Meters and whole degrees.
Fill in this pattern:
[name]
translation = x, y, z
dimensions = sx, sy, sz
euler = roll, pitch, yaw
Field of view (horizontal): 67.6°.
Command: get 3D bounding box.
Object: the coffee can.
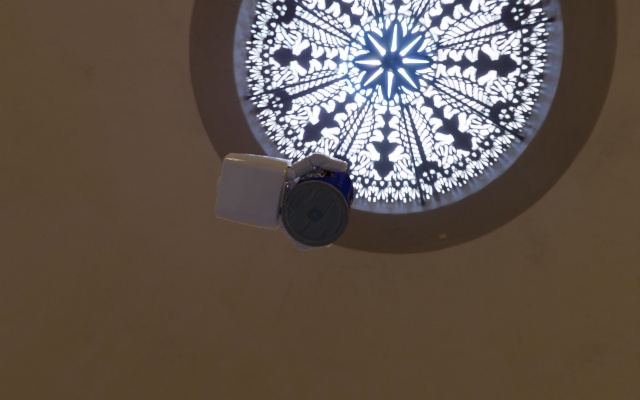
[coffee can]
translation = 0.000, 0.003, 0.777
dimensions = 0.103, 0.103, 0.140
euler = 0, 16, 8
